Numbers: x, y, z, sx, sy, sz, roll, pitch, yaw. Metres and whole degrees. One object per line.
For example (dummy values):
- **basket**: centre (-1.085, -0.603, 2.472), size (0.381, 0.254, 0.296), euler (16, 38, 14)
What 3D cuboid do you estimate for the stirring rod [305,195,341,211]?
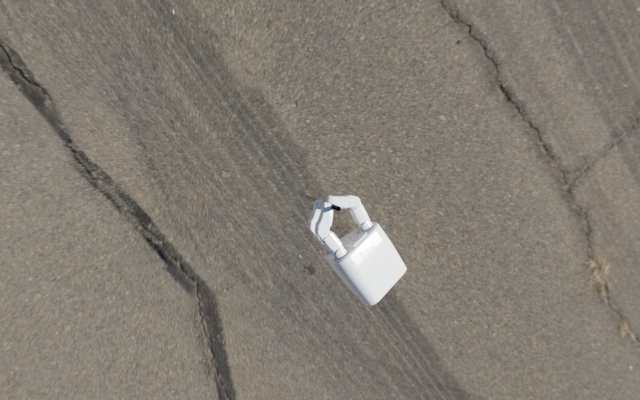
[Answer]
- **stirring rod**: centre (0.000, 0.003, 0.899), size (0.011, 0.011, 0.239), euler (0, 5, -14)
